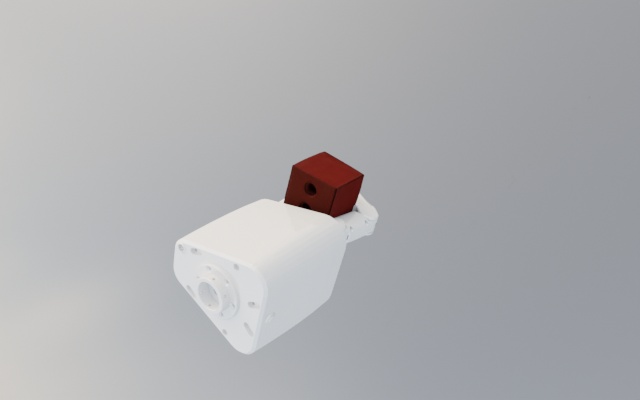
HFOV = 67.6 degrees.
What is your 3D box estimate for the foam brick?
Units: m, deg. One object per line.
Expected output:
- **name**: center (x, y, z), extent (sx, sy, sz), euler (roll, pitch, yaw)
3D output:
- **foam brick**: center (0.000, 0.001, 0.469), extent (0.053, 0.078, 0.051), euler (31, 34, 26)
